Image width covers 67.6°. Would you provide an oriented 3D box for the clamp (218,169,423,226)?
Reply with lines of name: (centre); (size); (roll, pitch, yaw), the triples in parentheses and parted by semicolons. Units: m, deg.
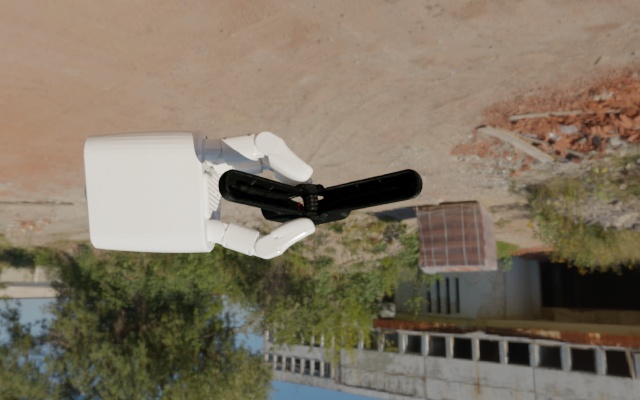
clamp: (0.000, 0.002, 0.467); (0.164, 0.036, 0.210); (-1, -10, -1)
